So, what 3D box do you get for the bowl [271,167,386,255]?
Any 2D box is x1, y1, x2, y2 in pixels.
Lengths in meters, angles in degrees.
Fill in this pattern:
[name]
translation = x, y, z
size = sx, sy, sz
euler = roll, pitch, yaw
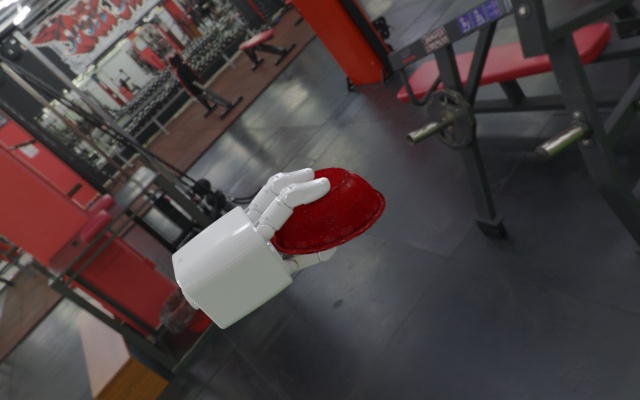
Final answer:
[bowl]
translation = 0.001, 0.001, 0.623
size = 0.162, 0.055, 0.162
euler = -18, 23, 8
